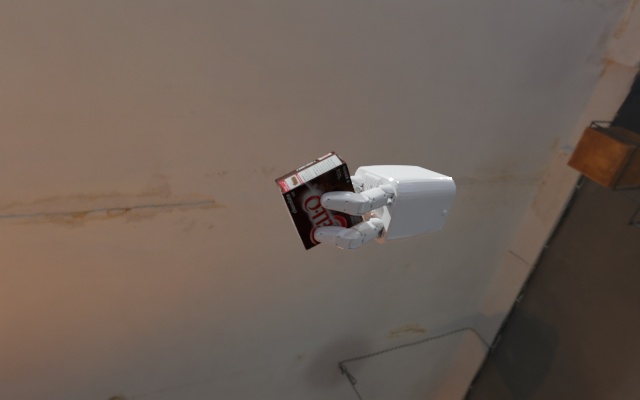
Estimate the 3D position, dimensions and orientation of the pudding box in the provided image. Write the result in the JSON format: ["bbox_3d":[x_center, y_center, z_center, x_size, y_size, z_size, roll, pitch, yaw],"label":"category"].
[{"bbox_3d":[0.000,0.002,0.628,0.090,0.114,0.039,-28,41,-8],"label":"pudding box"}]
